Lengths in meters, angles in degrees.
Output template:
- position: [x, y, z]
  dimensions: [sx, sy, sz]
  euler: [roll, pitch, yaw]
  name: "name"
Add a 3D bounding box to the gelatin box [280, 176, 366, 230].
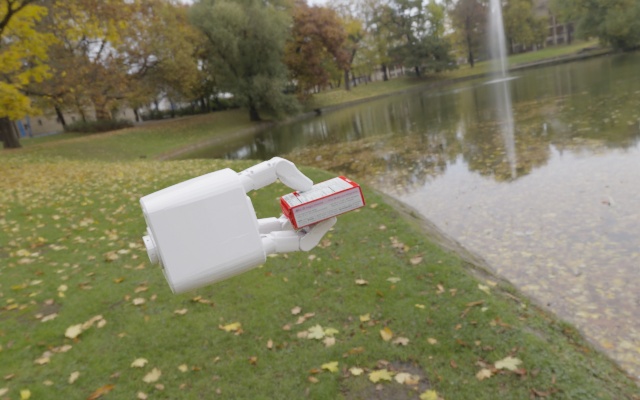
- position: [0.000, 0.001, 0.573]
  dimensions: [0.089, 0.030, 0.073]
  euler: [-19, 14, -9]
  name: "gelatin box"
